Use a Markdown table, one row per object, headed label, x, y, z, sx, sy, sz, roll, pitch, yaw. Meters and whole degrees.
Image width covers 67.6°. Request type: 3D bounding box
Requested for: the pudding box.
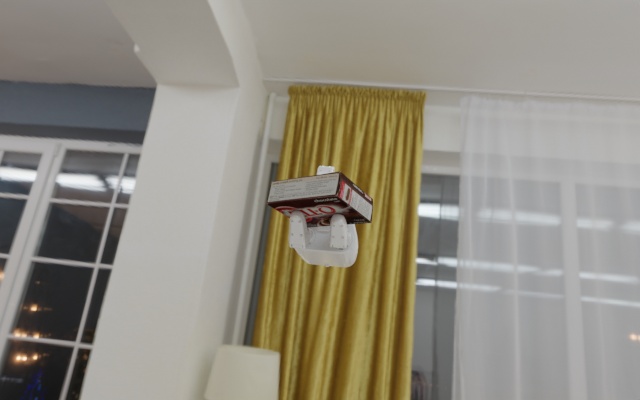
| label | x | y | z | sx | sy | sz | roll | pitch | yaw |
| --- | --- | --- | --- | --- | --- | --- | --- | --- | --- |
| pudding box | 0.000 | 0.002 | 0.629 | 0.113 | 0.039 | 0.090 | -9 | -27 | 33 |
